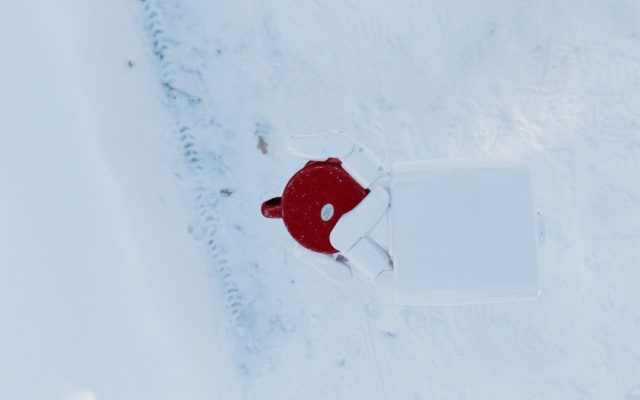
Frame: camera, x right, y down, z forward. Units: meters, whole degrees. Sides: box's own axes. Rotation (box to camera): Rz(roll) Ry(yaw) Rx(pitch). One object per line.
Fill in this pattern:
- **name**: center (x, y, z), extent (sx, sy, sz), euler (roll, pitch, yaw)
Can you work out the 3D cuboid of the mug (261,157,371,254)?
- **mug**: center (-0.001, 0.002, 0.448), extent (0.117, 0.093, 0.081), euler (-3, 10, 13)
